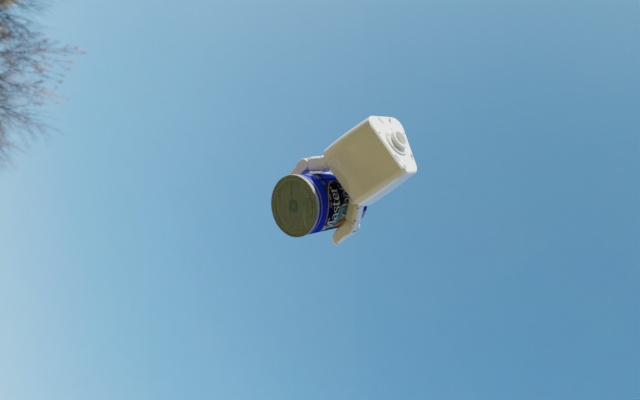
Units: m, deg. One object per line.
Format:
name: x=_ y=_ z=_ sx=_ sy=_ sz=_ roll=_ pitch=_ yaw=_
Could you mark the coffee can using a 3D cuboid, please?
coffee can: x=0.000 y=0.003 z=0.823 sx=0.103 sy=0.103 sz=0.140 roll=0 pitch=5 yaw=40
